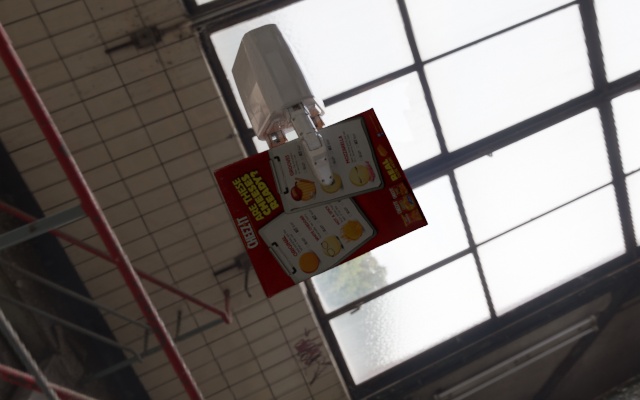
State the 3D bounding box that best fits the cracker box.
[{"bbox_3d":[0.000,0.002,0.598,0.213,0.164,0.072,-23,-7,-8],"label":"cracker box"}]
